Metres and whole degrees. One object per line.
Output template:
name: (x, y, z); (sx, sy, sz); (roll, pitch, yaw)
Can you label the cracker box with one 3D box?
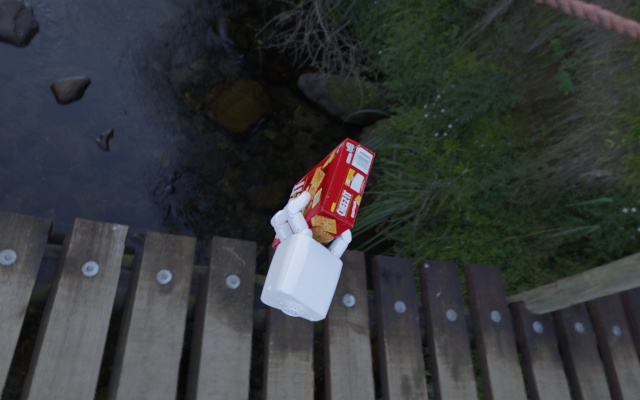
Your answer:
cracker box: (0.000, 0.003, 0.893); (0.072, 0.164, 0.214); (30, -33, -16)
